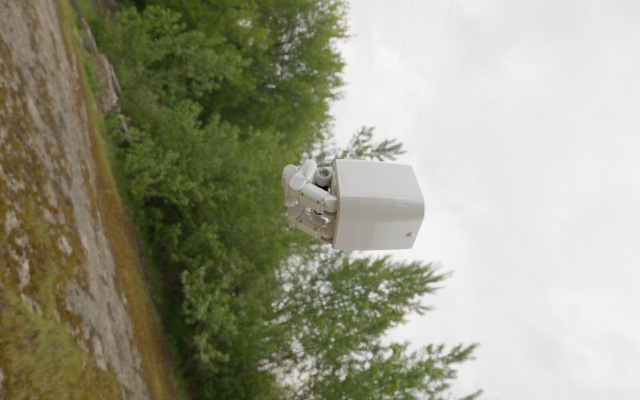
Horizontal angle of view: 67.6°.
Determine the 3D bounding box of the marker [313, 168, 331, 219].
[{"bbox_3d":[0.000,0.002,0.639,0.020,0.020,0.121,0,-37,-5],"label":"marker"}]
